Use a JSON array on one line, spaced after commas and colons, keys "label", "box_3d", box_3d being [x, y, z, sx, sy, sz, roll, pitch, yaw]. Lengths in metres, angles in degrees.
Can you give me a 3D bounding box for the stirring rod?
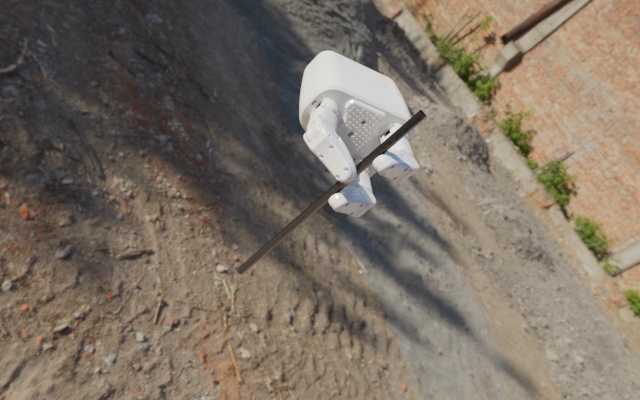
[{"label": "stirring rod", "box_3d": [0.000, 0.001, 0.432, 0.239, 0.011, 0.011, -41, -21, 26]}]
